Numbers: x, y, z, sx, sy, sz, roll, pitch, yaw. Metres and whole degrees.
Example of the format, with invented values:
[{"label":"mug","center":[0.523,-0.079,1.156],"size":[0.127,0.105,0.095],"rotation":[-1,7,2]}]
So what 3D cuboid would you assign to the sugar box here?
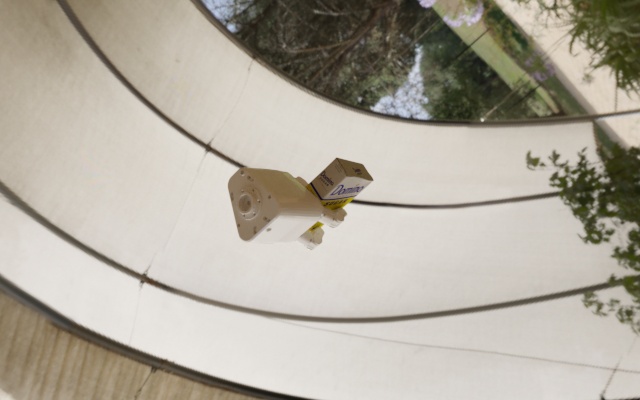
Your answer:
[{"label":"sugar box","center":[0.000,0.003,0.820],"size":[0.176,0.048,0.093],"rotation":[-40,-23,25]}]
